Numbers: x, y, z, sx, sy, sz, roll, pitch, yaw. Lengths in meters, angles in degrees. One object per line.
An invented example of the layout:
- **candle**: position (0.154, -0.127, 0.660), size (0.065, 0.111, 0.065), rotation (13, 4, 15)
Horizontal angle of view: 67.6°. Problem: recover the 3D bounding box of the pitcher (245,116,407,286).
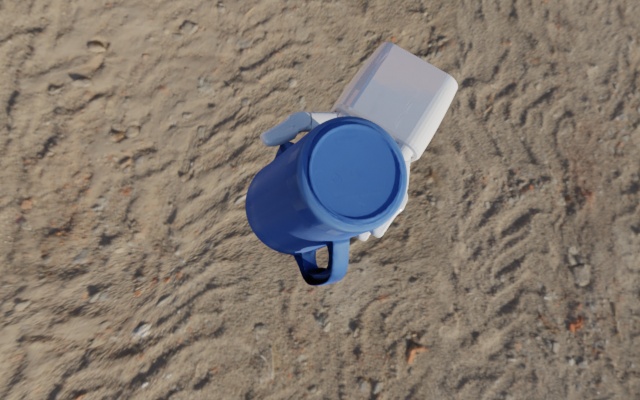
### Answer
- **pitcher**: position (0.000, 0.002, 0.535), size (0.149, 0.145, 0.243), rotation (38, -16, -8)
